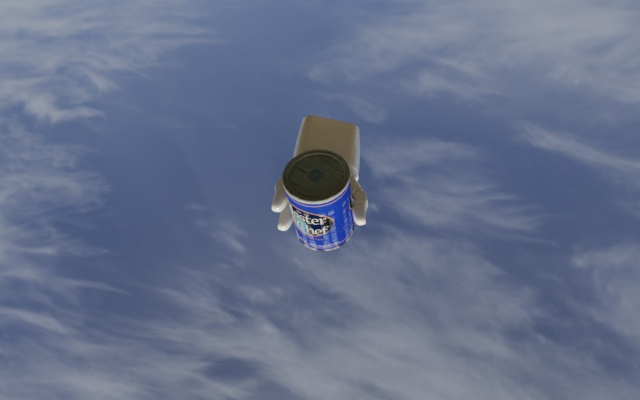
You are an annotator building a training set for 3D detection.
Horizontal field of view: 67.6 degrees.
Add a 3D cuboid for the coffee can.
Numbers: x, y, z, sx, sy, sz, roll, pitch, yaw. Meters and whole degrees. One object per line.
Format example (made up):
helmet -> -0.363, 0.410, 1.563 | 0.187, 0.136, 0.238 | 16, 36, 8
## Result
coffee can -> 0.000, 0.003, 0.770 | 0.103, 0.102, 0.140 | 0, -37, 7
